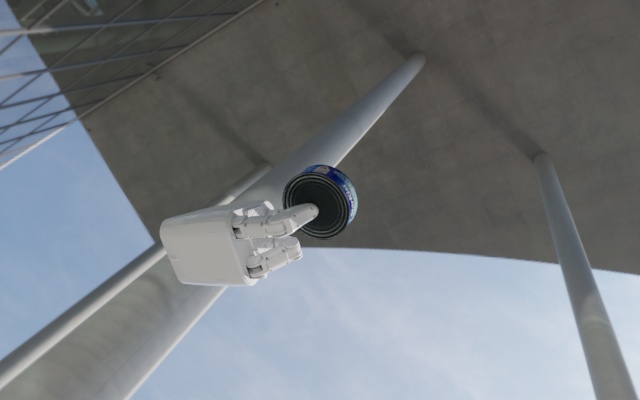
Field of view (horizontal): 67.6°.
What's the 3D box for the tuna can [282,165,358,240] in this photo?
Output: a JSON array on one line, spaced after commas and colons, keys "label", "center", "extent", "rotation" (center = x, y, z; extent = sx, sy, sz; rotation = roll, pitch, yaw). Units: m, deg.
[{"label": "tuna can", "center": [0.000, 0.002, 0.564], "extent": [0.086, 0.086, 0.033], "rotation": [0, 23, 25]}]
